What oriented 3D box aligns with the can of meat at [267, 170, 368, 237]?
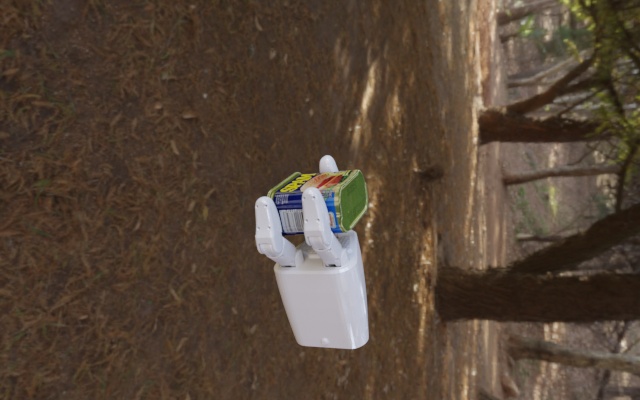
[{"bbox_3d":[0.000,0.002,0.540,0.084,0.057,0.102,-3,18,23],"label":"can of meat"}]
